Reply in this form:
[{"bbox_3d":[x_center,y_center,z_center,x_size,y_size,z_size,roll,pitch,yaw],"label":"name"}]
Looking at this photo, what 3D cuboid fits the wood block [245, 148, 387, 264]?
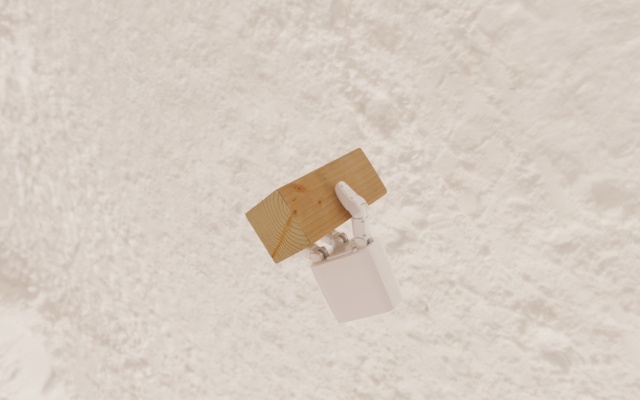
[{"bbox_3d":[0.000,0.003,0.737,0.091,0.090,0.206,-32,-1,44],"label":"wood block"}]
